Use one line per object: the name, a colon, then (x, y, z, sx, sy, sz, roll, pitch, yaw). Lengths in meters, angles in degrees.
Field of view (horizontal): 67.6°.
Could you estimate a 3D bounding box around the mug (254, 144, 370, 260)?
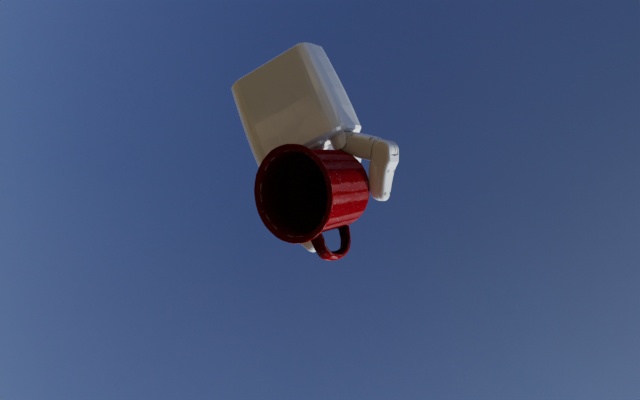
mug: (0.001, 0.003, 0.471, 0.093, 0.117, 0.081, -28, -11, 34)
